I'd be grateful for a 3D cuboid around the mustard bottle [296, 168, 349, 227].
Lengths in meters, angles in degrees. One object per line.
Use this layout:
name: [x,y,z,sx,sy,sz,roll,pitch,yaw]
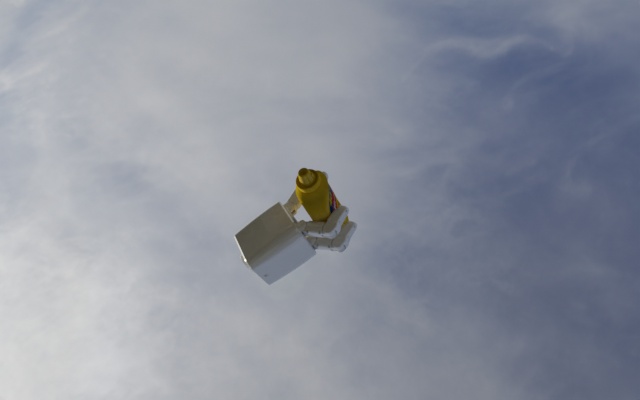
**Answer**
mustard bottle: [0.001,0.003,0.842,0.058,0.096,0.192,-15,-35,12]
